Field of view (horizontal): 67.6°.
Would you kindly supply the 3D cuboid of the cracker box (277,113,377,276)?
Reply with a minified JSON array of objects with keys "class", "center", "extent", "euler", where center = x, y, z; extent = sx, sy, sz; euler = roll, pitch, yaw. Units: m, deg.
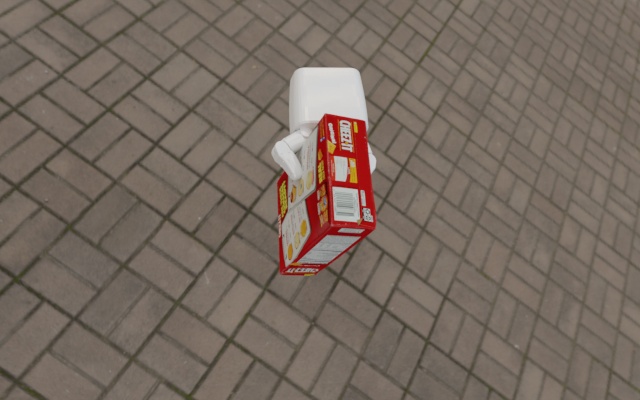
[{"class":"cracker box","center":[0.000,0.002,0.696],"extent":[0.072,0.164,0.214],"euler":[6,-26,-21]}]
